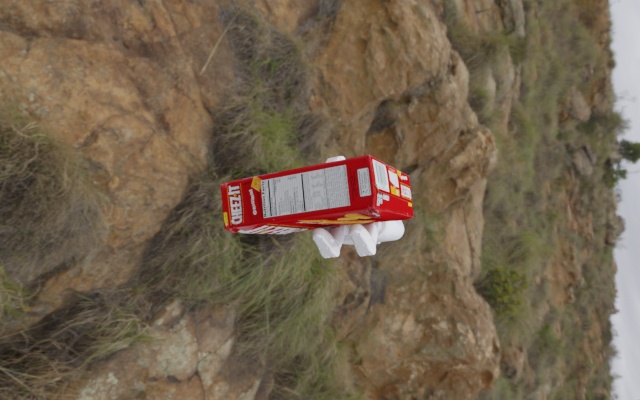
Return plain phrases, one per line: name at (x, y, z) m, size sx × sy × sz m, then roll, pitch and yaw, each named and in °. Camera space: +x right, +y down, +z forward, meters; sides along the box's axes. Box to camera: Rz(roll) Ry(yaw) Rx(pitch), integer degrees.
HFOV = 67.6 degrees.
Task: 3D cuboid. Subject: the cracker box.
cracker box at (0.000, 0.002, 0.650) m, size 0.214 × 0.072 × 0.164 m, roll -9°, pitch -9°, yaw 25°
